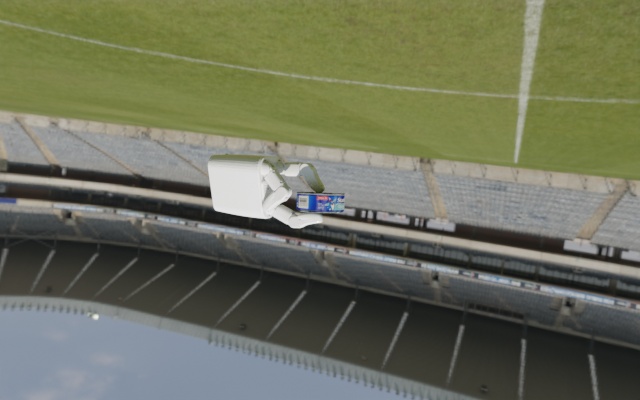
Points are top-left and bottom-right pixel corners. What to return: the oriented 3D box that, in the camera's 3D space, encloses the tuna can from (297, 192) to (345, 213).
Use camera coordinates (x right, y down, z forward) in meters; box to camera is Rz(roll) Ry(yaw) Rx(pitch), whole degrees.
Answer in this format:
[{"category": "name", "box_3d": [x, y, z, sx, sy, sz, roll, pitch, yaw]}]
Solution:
[{"category": "tuna can", "box_3d": [0.000, 0.003, 0.841, 0.086, 0.034, 0.086, 2, 2, 0]}]
